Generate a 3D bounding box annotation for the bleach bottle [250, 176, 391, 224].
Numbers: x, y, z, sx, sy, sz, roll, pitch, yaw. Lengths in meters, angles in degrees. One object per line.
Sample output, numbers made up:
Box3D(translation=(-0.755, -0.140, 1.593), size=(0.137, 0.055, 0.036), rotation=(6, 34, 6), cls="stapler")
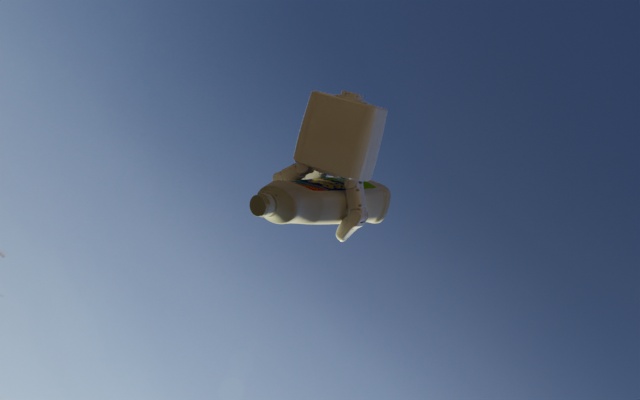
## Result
Box3D(translation=(0.000, 0.002, 0.705), size=(0.102, 0.068, 0.251), rotation=(23, 17, 33), cls="bleach bottle")
